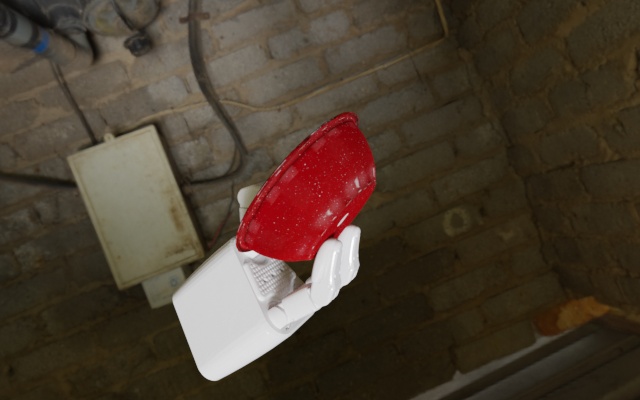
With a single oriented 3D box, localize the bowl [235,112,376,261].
[{"bbox_3d":[0.001,0.001,0.428,0.055,0.162,0.162,40,10,12],"label":"bowl"}]
